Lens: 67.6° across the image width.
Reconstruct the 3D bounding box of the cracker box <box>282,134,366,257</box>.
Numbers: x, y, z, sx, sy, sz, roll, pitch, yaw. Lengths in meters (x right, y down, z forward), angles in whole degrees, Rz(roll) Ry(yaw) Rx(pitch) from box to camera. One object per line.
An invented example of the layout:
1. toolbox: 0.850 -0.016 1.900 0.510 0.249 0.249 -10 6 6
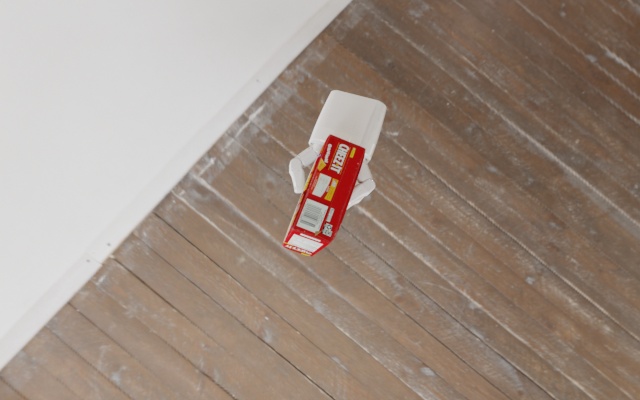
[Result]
1. cracker box: 0.000 0.003 0.820 0.072 0.164 0.214 22 -14 -3
